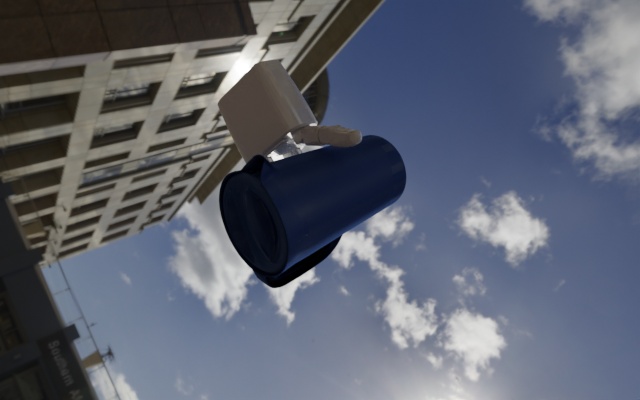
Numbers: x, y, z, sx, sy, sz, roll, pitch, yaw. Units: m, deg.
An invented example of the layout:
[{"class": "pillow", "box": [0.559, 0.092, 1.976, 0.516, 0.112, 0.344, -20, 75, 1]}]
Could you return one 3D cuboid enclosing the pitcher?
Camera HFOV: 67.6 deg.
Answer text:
[{"class": "pitcher", "box": [0.000, 0.002, 0.634, 0.243, 0.145, 0.149, -24, -9, -38]}]
